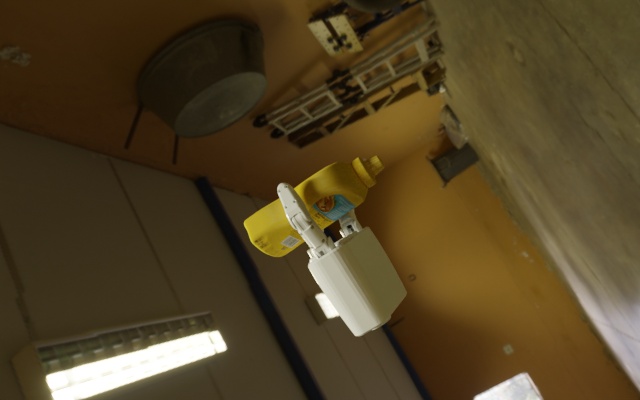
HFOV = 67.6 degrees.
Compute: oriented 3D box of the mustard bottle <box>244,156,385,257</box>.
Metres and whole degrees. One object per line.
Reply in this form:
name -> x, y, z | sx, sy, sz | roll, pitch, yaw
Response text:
mustard bottle -> 0.000, 0.002, 0.628 | 0.191, 0.058, 0.096 | -33, -28, 12
